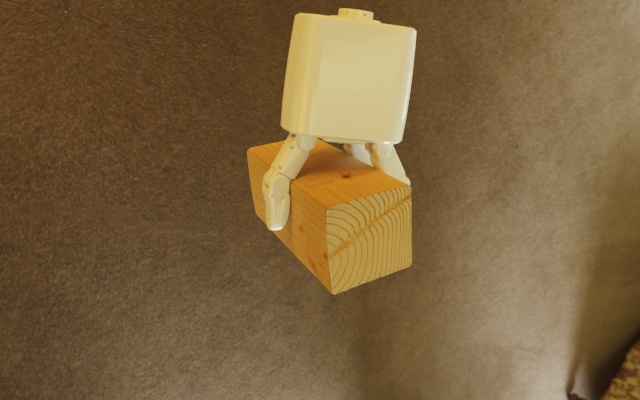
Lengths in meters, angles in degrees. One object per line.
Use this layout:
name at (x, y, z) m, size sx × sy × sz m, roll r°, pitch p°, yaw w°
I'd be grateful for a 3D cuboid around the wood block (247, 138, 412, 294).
wood block at (0.000, 0.001, 0.517) m, size 0.091 × 0.090 × 0.206 m, roll -15°, pitch 26°, yaw -22°
